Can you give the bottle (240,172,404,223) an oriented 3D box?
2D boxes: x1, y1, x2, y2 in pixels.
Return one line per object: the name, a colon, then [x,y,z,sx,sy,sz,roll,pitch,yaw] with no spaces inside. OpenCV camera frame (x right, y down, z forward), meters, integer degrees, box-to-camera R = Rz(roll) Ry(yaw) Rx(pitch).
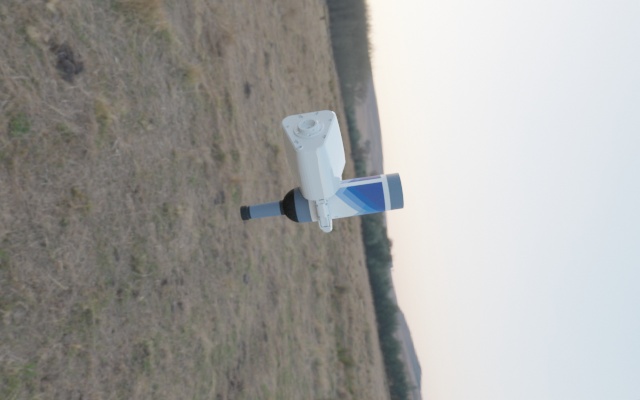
bottle: [0.000,0.003,0.873,0.296,0.069,0.069,-8,-1,4]
